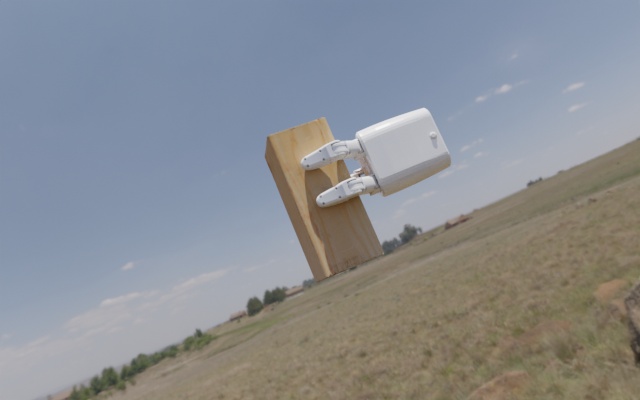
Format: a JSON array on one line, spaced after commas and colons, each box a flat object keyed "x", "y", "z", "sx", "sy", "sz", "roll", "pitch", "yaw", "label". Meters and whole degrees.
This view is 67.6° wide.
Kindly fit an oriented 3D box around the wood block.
[{"x": 0.000, "y": 0.002, "z": 0.680, "sx": 0.090, "sy": 0.206, "sz": 0.091, "roll": -21, "pitch": -10, "yaw": -12, "label": "wood block"}]
